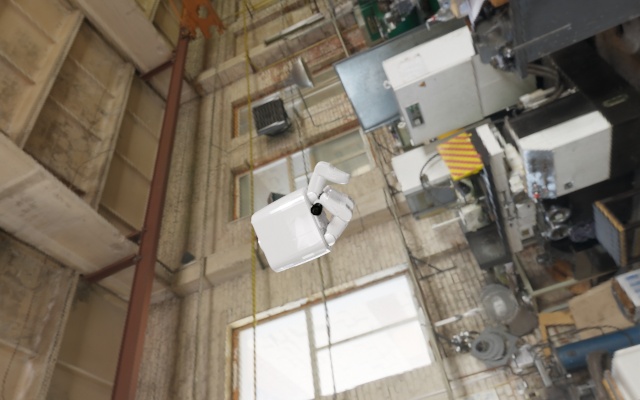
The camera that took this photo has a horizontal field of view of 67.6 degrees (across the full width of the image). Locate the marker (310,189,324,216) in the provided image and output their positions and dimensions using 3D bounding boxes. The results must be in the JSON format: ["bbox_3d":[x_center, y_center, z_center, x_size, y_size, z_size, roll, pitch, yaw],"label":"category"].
[{"bbox_3d":[0.000,0.003,0.802,0.020,0.020,0.121,0,14,8],"label":"marker"}]
